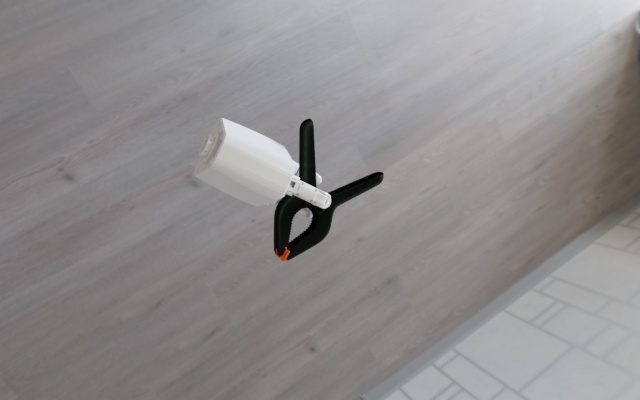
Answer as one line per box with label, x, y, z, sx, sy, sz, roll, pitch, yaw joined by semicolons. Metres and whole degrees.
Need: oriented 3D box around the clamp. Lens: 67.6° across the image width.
clamp;0.000;0.003;0.738;0.164;0.210;0.036;26;-1;-24
